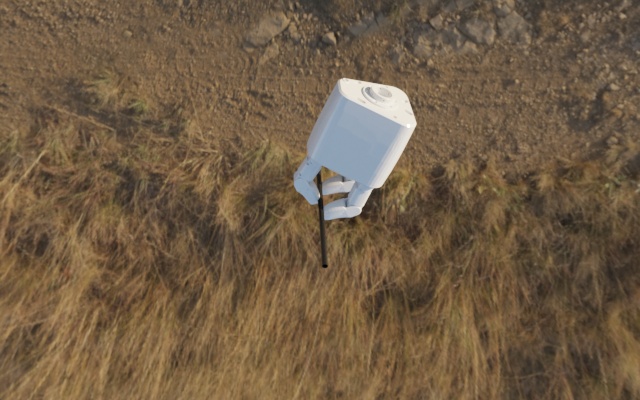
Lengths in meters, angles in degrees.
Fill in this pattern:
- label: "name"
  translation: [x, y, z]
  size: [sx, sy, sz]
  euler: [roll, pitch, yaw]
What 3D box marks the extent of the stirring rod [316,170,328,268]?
- label: "stirring rod"
  translation: [0.000, 0.002, 0.701]
  size: [0.011, 0.011, 0.239]
  euler: [0, 43, -4]
